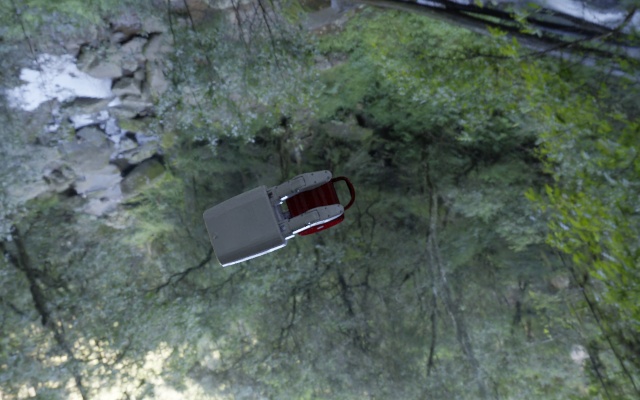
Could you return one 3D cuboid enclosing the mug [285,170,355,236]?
[{"bbox_3d":[0.002,0.002,0.772,0.117,0.081,0.093,-21,-9,5],"label":"mug"}]
